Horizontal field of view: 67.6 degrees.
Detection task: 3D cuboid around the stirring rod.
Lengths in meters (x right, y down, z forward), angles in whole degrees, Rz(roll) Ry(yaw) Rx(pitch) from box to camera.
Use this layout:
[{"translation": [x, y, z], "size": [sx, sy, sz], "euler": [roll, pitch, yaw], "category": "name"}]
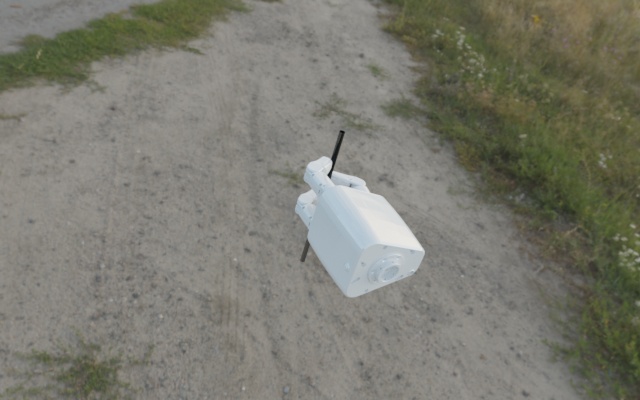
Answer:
[{"translation": [0.000, 0.002, 0.715], "size": [0.011, 0.240, 0.011], "euler": [12, 34, -8], "category": "stirring rod"}]
